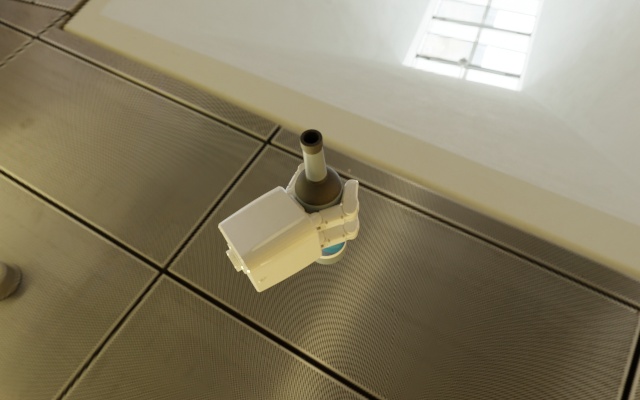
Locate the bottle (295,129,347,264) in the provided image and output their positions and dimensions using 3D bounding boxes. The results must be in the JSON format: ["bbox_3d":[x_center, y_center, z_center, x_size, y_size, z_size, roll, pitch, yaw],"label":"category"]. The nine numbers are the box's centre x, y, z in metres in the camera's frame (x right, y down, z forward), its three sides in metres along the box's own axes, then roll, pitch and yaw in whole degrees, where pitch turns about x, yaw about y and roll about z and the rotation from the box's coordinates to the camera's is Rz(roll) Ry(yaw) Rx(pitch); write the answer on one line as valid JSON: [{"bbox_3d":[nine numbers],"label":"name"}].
[{"bbox_3d":[0.000,0.002,0.692,0.069,0.069,0.296,0,-32,5],"label":"bottle"}]
